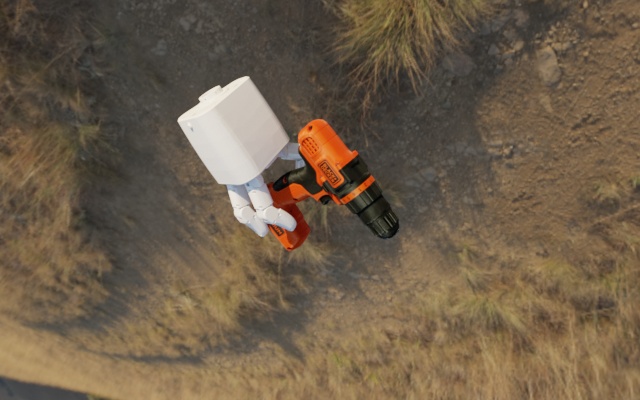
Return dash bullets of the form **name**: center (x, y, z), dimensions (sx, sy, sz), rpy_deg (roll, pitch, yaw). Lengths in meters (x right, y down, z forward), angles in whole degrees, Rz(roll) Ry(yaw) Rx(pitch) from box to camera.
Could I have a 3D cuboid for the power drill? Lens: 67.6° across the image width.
- **power drill**: center (0.000, 0.002, 0.672), dimensions (0.188, 0.184, 0.057), rpy_deg (-35, 3, 42)
